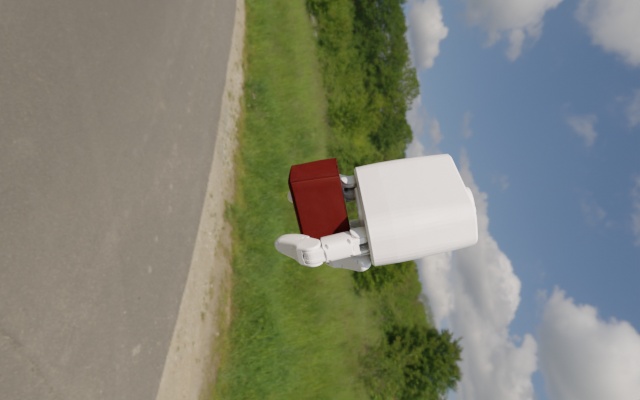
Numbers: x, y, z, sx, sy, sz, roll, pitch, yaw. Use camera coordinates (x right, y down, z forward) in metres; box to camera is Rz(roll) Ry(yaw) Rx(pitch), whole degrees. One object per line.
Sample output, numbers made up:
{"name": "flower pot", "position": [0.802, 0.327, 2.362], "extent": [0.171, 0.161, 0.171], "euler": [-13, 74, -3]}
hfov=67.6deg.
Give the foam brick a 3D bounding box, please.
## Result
{"name": "foam brick", "position": [0.000, 0.001, 0.502], "extent": [0.051, 0.078, 0.053], "euler": [-10, 25, 5]}
